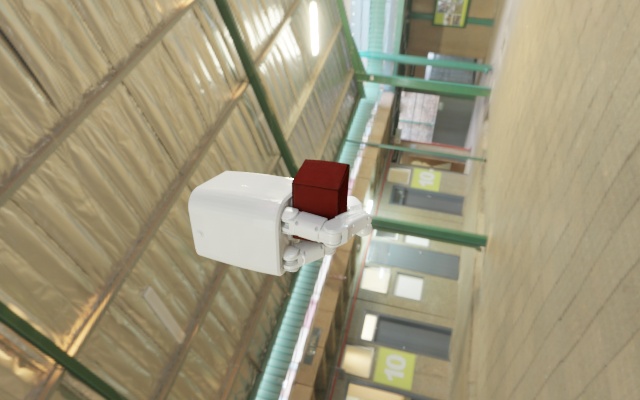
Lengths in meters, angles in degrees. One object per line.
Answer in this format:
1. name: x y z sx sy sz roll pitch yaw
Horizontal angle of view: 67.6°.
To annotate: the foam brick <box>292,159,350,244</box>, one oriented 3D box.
1. foam brick: 0.000 0.001 0.523 0.051 0.078 0.053 11 37 12
